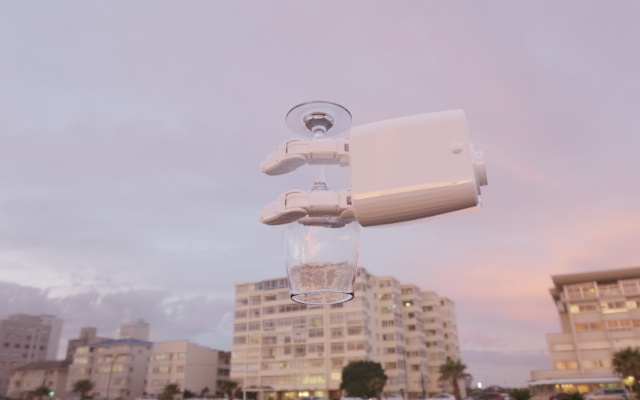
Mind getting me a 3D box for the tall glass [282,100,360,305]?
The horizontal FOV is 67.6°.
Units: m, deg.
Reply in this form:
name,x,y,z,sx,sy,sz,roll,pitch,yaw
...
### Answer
name,x,y,z,sx,sy,sz,roll,pitch,yaw
tall glass,0.000,0.001,0.493,0.079,0.201,0.079,-1,-23,0
